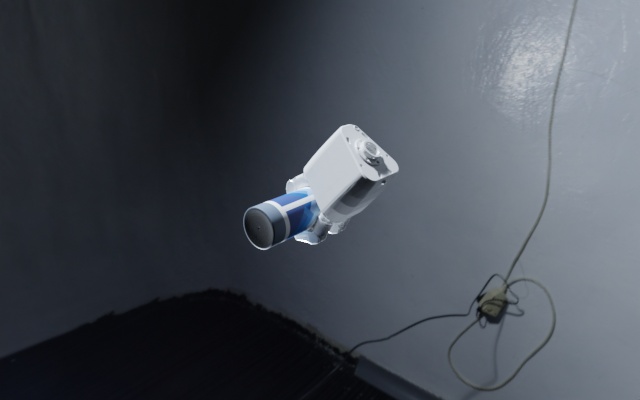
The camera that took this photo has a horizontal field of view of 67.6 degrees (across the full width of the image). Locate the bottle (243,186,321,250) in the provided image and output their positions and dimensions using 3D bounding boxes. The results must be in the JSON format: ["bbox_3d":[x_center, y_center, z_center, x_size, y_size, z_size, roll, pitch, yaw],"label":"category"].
[{"bbox_3d":[0.000,0.003,0.814,0.069,0.069,0.295,0,15,40],"label":"bottle"}]
